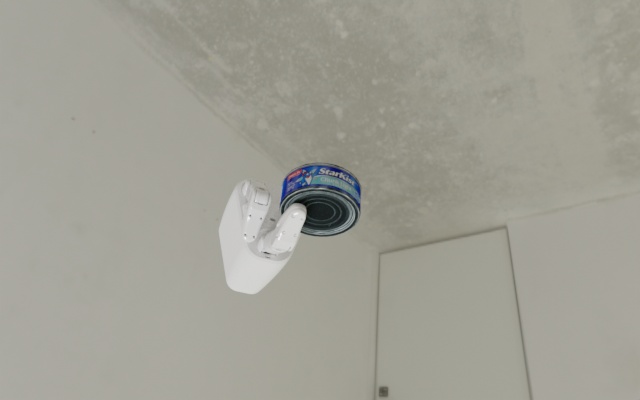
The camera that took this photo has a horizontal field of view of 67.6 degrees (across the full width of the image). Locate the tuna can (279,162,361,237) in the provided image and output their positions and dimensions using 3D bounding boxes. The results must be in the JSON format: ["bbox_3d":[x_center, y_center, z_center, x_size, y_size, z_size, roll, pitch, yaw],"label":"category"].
[{"bbox_3d":[0.000,0.002,0.501,0.086,0.033,0.086,3,-39,2],"label":"tuna can"}]
